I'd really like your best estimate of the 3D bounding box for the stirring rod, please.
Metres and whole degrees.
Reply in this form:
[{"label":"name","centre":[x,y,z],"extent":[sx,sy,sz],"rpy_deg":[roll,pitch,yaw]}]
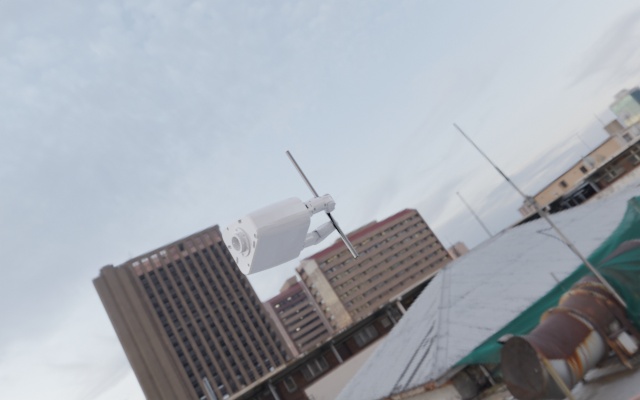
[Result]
[{"label":"stirring rod","centre":[0.000,0.003,0.870],"extent":[0.011,0.239,0.011],"rpy_deg":[-30,-18,-11]}]
